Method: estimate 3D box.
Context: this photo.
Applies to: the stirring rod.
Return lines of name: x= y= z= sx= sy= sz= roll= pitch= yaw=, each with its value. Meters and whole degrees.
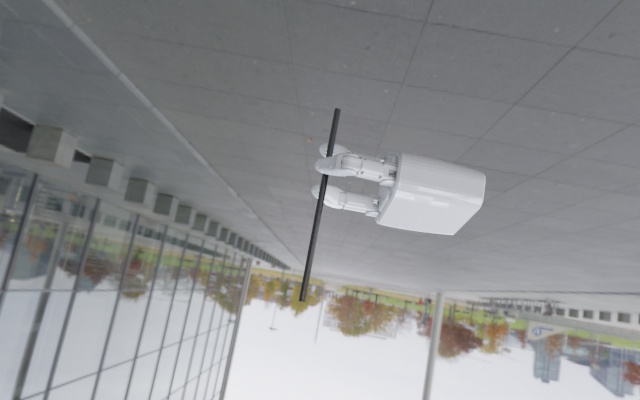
stirring rod: x=0.000 y=0.002 z=0.579 sx=0.011 sy=0.239 sz=0.011 roll=10 pitch=-10 yaw=2
